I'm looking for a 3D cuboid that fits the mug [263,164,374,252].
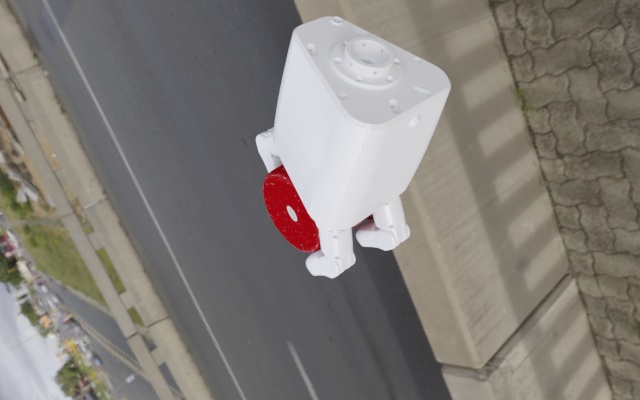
[{"bbox_3d":[0.000,0.002,0.445,0.081,0.093,0.117,-31,-26,-31],"label":"mug"}]
